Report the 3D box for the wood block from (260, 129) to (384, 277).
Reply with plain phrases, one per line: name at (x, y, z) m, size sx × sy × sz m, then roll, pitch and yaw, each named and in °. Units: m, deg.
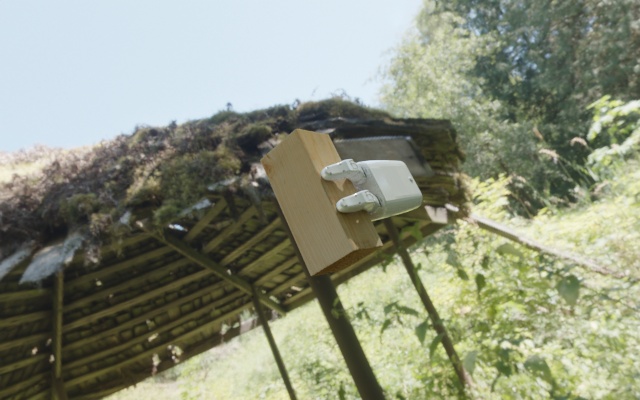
wood block at (0.000, 0.002, 0.747) m, size 0.091 × 0.206 × 0.090 m, roll -36°, pitch -20°, yaw 31°
